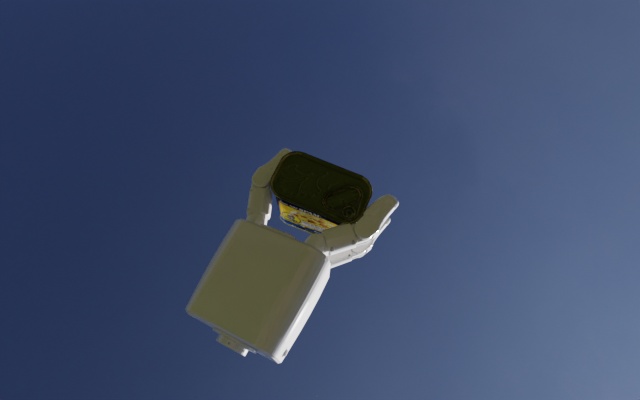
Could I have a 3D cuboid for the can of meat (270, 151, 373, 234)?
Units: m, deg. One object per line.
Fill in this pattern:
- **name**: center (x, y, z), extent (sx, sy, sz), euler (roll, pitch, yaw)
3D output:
- **can of meat**: center (0.000, 0.002, 0.521), extent (0.102, 0.057, 0.084), euler (22, -22, 8)
